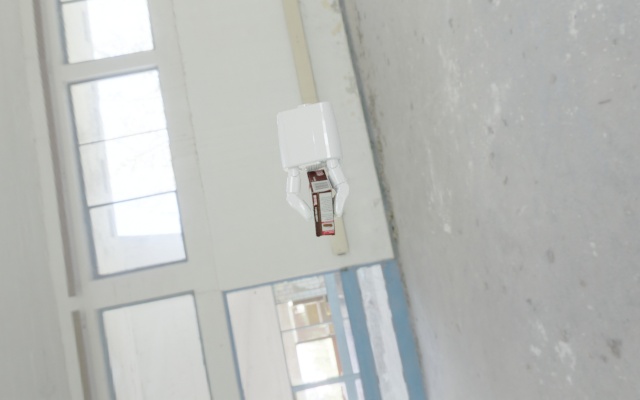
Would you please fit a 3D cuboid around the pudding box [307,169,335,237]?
[{"bbox_3d":[0.000,0.003,0.877,0.039,0.090,0.113,-7,23,-2],"label":"pudding box"}]
